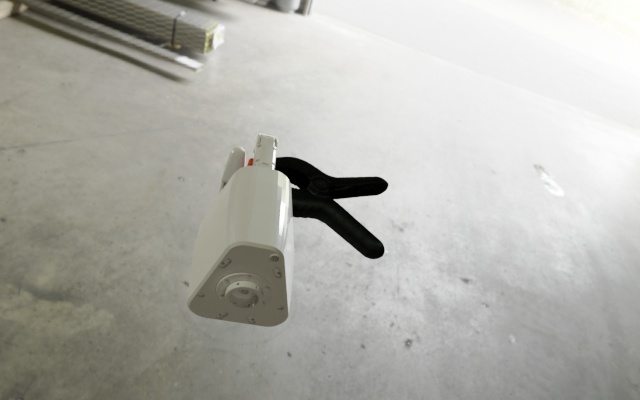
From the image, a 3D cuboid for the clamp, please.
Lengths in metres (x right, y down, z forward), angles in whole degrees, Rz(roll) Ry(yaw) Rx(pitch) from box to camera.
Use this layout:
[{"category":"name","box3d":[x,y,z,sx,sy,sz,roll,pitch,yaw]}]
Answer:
[{"category":"clamp","box3d":[0.000,0.001,0.520,0.171,0.039,0.120,12,38,-12]}]
